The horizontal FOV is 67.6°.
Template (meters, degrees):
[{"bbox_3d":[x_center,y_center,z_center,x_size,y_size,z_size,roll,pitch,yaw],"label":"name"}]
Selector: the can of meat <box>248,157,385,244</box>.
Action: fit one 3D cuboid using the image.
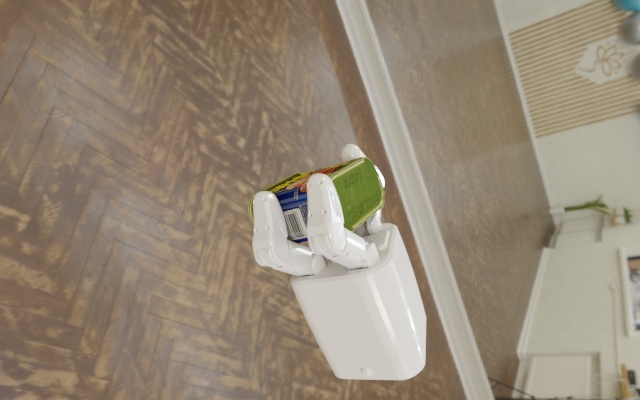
[{"bbox_3d":[0.000,0.001,0.434,0.084,0.057,0.102,-13,11,34],"label":"can of meat"}]
